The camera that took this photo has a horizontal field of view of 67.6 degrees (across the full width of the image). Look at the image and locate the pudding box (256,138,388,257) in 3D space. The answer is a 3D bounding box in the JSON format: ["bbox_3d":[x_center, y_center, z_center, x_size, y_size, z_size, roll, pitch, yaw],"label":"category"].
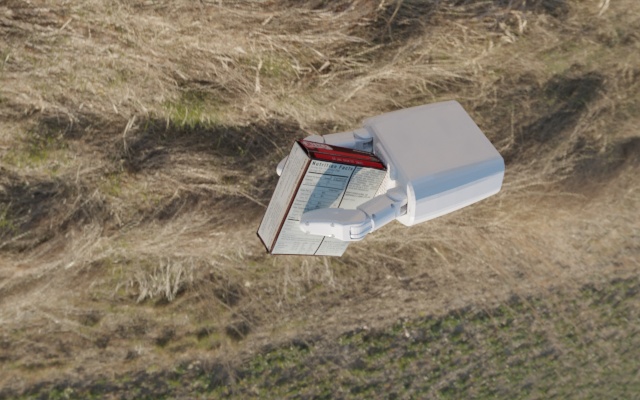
[{"bbox_3d":[0.000,0.002,0.459,0.090,0.113,0.039,7,30,-33],"label":"pudding box"}]
